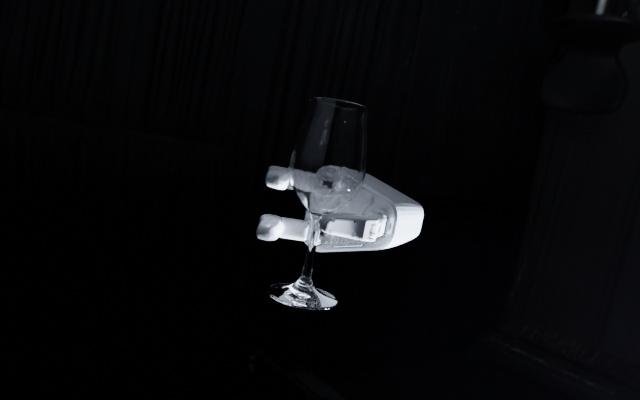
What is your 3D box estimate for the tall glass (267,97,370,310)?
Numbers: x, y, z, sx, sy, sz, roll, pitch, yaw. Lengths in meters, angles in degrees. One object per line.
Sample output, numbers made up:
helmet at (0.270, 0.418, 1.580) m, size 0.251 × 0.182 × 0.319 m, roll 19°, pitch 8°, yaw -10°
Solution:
tall glass at (0.000, 0.002, 0.482) m, size 0.079 × 0.201 × 0.079 m, roll 11°, pitch 6°, yaw -1°
